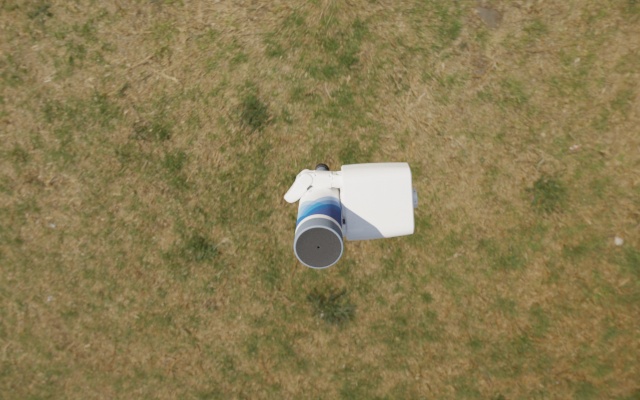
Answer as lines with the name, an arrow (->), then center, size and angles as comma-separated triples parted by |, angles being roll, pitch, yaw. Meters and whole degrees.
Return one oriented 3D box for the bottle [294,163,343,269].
bottle -> 0.000, 0.003, 0.770 | 0.069, 0.069, 0.295 | 0, 24, 1
